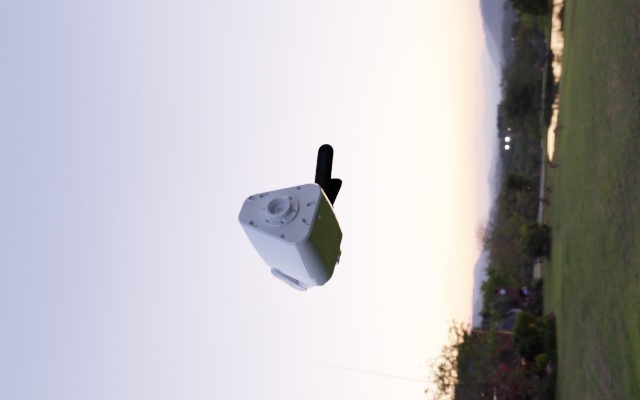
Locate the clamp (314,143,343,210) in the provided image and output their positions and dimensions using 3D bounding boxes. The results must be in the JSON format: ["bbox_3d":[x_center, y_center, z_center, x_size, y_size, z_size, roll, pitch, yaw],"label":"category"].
[{"bbox_3d":[0.000,0.003,0.725,0.039,0.171,0.120,2,-34,18],"label":"clamp"}]
